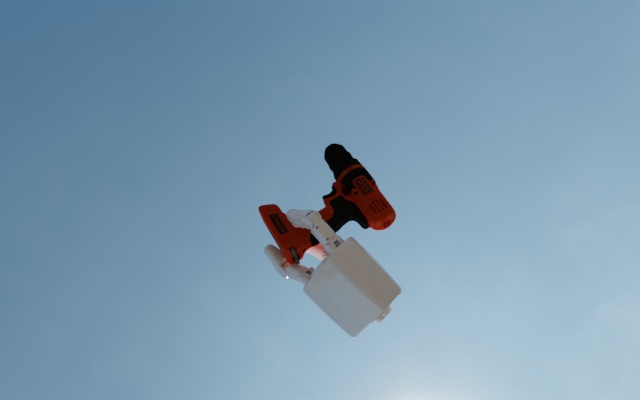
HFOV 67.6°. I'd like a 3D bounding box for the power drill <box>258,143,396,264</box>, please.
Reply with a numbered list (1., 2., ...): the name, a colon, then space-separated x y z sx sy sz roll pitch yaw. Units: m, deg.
1. power drill: 0.000 0.003 0.764 0.187 0.184 0.057 -29 -35 -8
